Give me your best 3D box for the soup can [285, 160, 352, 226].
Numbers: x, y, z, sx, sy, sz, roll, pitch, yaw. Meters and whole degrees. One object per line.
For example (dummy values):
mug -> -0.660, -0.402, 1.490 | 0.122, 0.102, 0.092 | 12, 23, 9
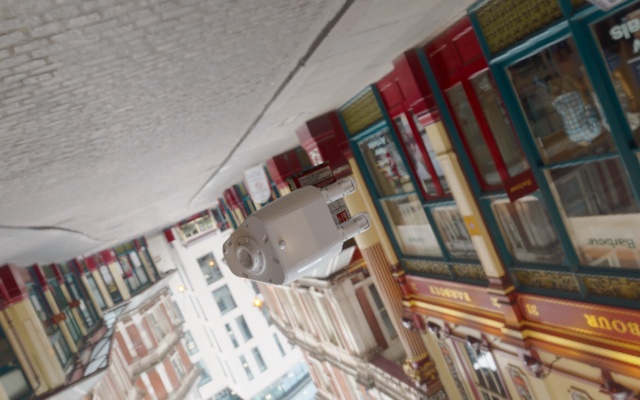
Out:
soup can -> 0.000, 0.002, 0.683 | 0.068, 0.102, 0.068 | -23, 4, 1
